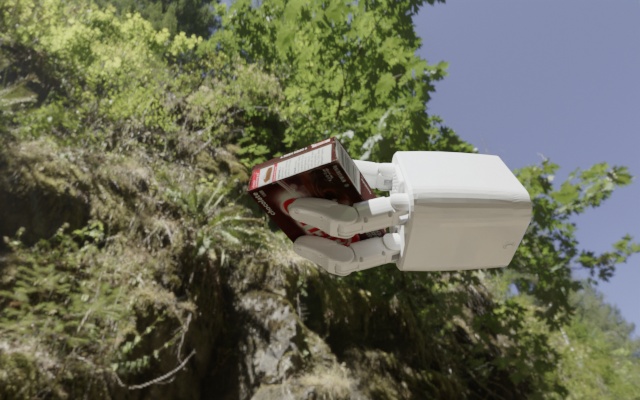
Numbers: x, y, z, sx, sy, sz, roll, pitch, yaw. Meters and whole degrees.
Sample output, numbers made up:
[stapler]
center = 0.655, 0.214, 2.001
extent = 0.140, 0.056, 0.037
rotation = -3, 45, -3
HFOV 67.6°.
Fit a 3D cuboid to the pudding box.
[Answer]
[pudding box]
center = 0.000, 0.001, 0.448
extent = 0.090, 0.039, 0.114
rotation = -18, -48, 21
